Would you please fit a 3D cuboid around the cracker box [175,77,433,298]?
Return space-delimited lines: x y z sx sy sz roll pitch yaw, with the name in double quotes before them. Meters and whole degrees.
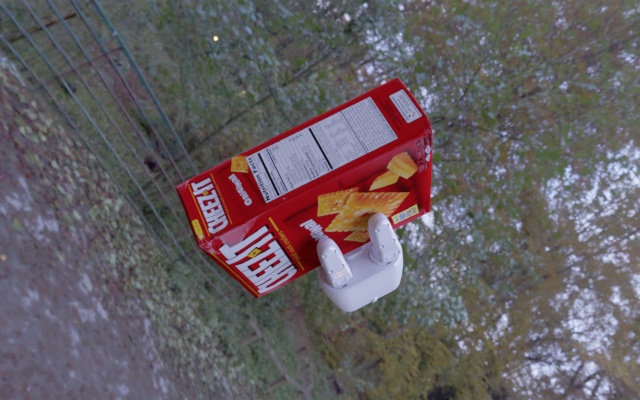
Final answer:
"cracker box" 0.000 0.001 0.458 0.213 0.072 0.164 -27 -28 -3
